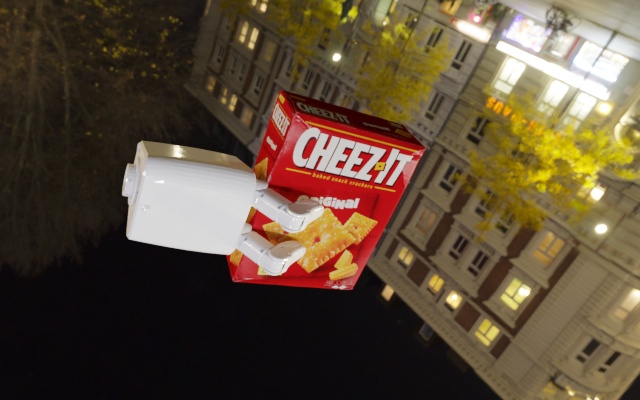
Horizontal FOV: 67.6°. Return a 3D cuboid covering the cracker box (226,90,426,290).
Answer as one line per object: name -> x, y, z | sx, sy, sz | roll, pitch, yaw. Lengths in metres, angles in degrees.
cracker box -> 0.000, 0.002, 0.554 | 0.164, 0.214, 0.072 | 10, 29, -27
